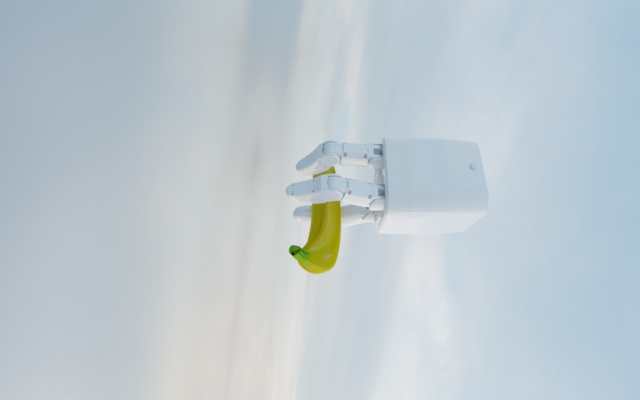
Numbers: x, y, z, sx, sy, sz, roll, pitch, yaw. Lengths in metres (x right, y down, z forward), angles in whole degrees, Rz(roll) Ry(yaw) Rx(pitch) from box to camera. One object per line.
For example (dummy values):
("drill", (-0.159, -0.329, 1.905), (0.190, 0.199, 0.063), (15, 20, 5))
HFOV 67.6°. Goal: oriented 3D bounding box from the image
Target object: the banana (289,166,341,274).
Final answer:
("banana", (0.003, 0.019, 0.530), (0.037, 0.070, 0.197), (-5, 32, 10))
